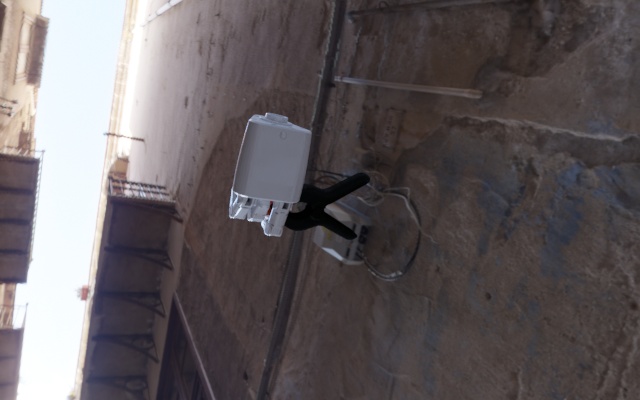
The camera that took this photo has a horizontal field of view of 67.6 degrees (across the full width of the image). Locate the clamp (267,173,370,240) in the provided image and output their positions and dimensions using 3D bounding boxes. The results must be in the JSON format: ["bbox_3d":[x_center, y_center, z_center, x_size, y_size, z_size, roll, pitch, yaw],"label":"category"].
[{"bbox_3d":[0.000,0.002,0.759,0.171,0.120,0.039,7,18,-28],"label":"clamp"}]
